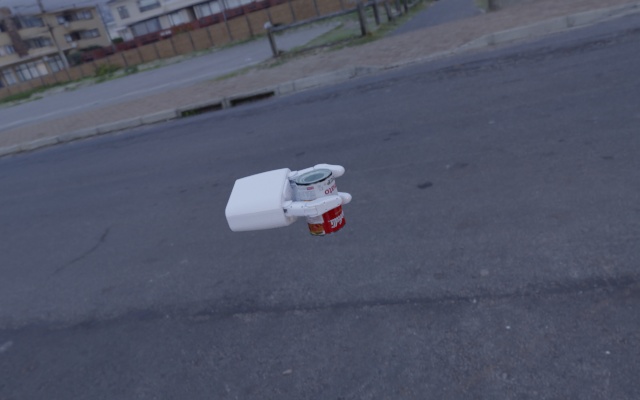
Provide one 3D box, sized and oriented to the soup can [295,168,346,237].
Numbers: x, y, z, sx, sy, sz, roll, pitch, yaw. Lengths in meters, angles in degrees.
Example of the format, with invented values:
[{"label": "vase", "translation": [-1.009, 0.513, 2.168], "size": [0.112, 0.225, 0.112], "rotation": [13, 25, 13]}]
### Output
[{"label": "soup can", "translation": [0.001, 0.002, 0.836], "size": [0.068, 0.102, 0.068], "rotation": [-14, 22, 5]}]
